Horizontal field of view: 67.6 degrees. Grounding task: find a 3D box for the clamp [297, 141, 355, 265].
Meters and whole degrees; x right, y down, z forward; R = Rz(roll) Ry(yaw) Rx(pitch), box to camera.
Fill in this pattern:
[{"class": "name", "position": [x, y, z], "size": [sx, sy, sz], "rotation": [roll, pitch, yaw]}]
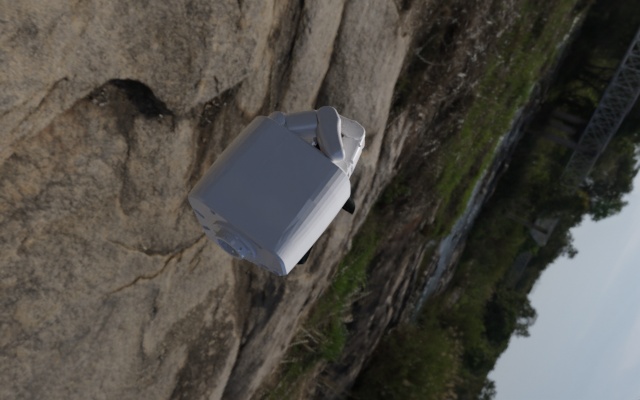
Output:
[{"class": "clamp", "position": [0.001, 0.002, 0.554], "size": [0.039, 0.120, 0.172], "rotation": [26, -28, 21]}]
